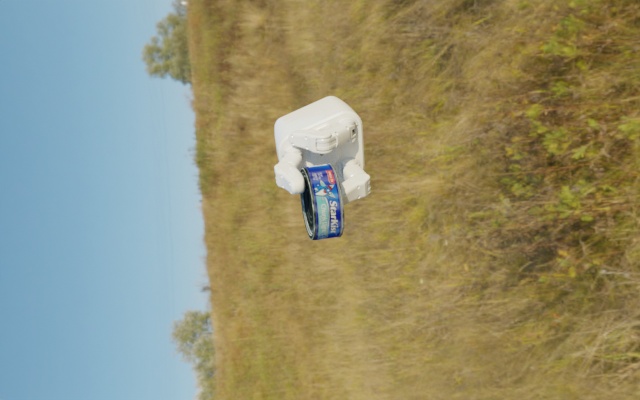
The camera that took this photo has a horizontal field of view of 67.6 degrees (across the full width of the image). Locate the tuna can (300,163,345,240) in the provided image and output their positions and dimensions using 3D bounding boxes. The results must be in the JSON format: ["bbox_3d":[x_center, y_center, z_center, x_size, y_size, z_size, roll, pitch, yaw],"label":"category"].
[{"bbox_3d":[0.000,0.002,0.543,0.034,0.086,0.086,-7,1,-11],"label":"tuna can"}]
